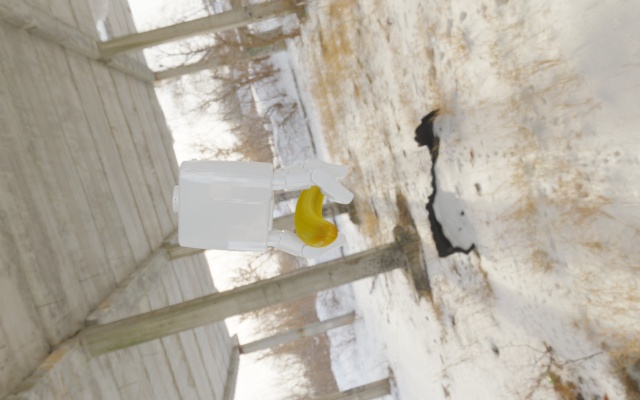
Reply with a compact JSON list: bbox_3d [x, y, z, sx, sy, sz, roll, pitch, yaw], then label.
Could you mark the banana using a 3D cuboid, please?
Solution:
[{"bbox_3d":[-0.008,0.016,0.608,0.037,0.070,0.197,23,23,-13],"label":"banana"}]
